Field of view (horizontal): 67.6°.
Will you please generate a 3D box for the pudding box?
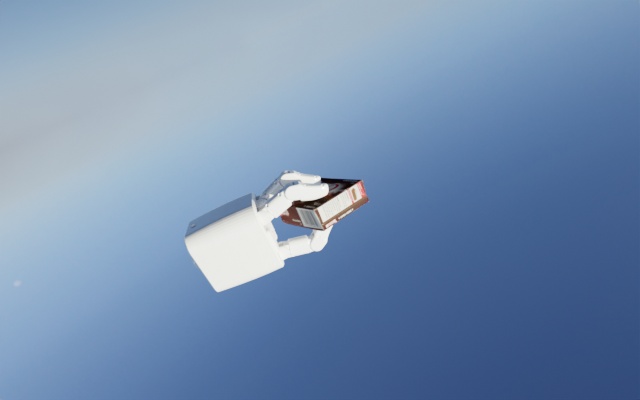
[{"bbox_3d":[0.000,0.002,0.689,0.090,0.039,0.113,-33,23,-28],"label":"pudding box"}]
